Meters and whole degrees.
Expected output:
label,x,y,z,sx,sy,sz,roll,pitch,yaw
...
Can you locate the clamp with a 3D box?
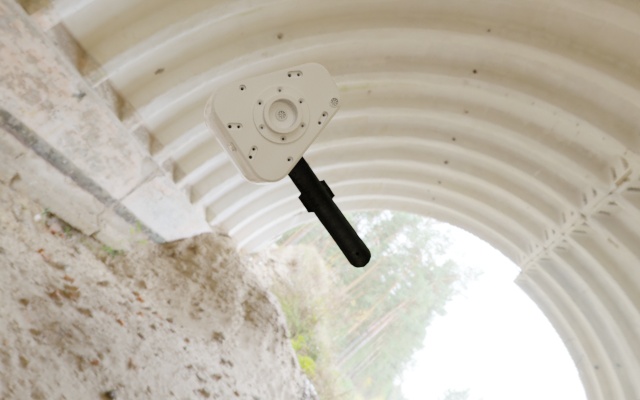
label,x,y,z,sx,sy,sz,roll,pitch,yaw
clamp,0.000,0.001,0.526,0.039,0.171,0.120,-39,13,-6
